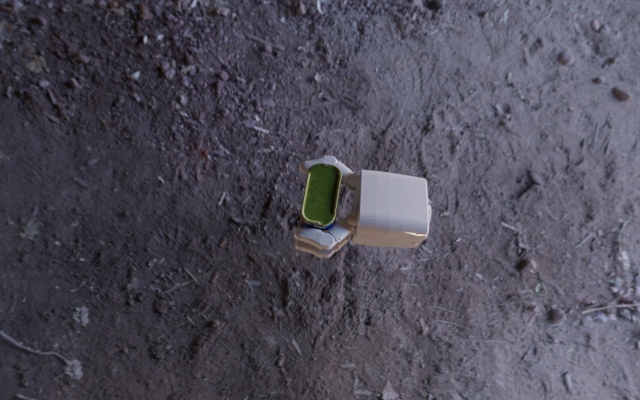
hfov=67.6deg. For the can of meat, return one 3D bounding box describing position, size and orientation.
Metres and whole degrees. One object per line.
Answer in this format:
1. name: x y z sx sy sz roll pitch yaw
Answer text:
1. can of meat: 0.000 0.002 0.736 0.057 0.102 0.084 9 -18 1
